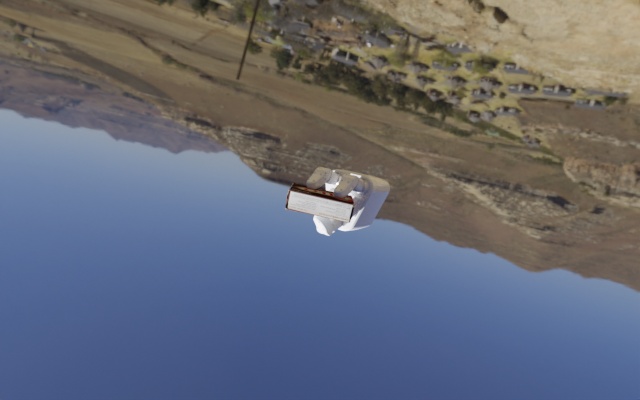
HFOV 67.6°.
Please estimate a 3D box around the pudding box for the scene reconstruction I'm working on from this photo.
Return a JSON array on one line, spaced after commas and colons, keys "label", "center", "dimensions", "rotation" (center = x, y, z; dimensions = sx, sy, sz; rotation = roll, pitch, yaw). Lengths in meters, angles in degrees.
[{"label": "pudding box", "center": [0.000, 0.003, 0.821], "dimensions": [0.113, 0.039, 0.090], "rotation": [11, 8, 0]}]
